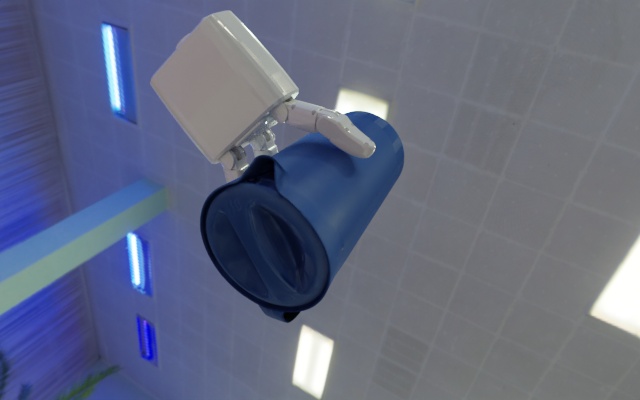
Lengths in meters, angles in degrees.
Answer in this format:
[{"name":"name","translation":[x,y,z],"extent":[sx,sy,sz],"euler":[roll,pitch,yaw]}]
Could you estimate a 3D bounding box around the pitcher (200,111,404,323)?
[{"name":"pitcher","translation":[0.000,0.001,0.506],"extent":[0.149,0.145,0.242],"euler":[-38,4,40]}]
